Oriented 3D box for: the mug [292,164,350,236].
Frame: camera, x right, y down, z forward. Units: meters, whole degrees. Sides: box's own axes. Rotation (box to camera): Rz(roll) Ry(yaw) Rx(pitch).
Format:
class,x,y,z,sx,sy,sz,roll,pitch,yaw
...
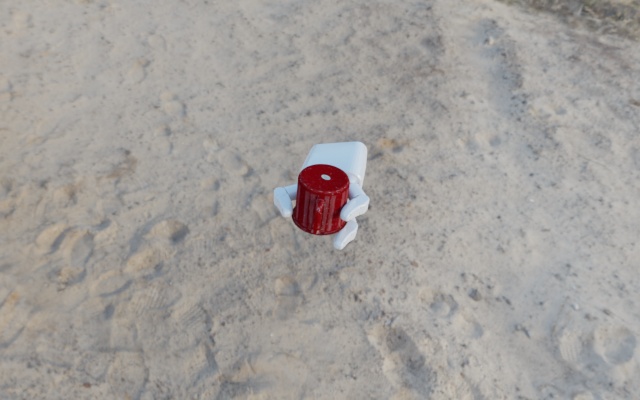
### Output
class,x,y,z,sx,sy,sz,roll,pitch,yaw
mug,0.000,0.003,0.750,0.093,0.082,0.117,10,38,5
